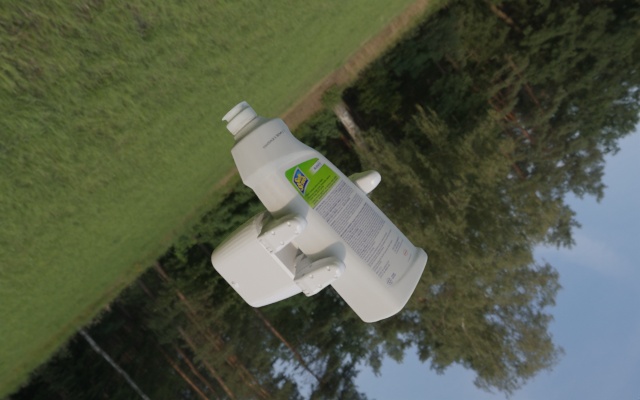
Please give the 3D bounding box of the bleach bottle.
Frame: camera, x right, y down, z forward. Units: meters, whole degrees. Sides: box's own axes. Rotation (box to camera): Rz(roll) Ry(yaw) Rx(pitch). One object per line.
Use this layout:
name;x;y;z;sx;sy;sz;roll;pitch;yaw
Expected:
bleach bottle;0.000;0.002;0.487;0.068;0.251;0.102;-33;12;42
